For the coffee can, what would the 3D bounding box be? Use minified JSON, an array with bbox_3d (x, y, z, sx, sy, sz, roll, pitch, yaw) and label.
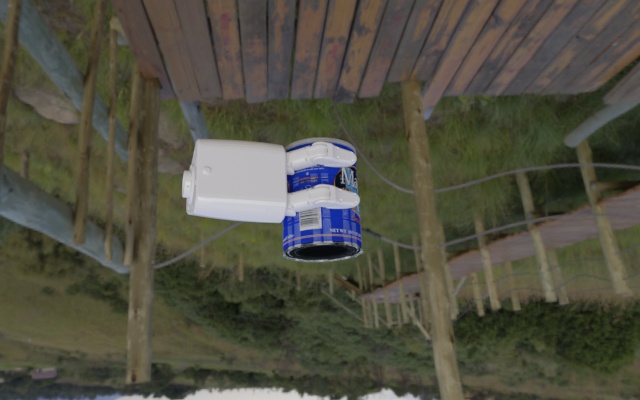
[{"bbox_3d":[0.000,0.002,0.629,0.103,0.140,0.103,-3,-19,-1],"label":"coffee can"}]
